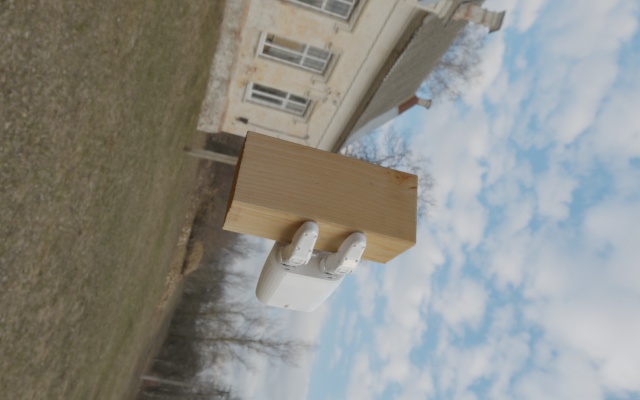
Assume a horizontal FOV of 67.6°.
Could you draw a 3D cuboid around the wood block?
[{"bbox_3d":[0.000,0.002,0.560,0.206,0.090,0.090,13,-26,-13],"label":"wood block"}]
